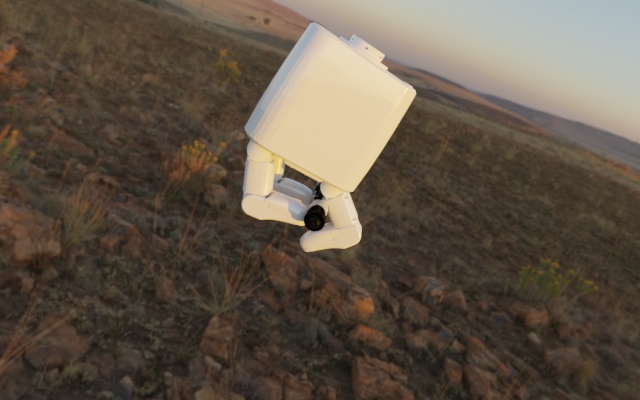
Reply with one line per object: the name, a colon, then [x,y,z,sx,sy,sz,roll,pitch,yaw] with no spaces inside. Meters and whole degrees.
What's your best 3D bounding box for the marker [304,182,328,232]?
marker: [0.000,0.002,0.456,0.020,0.020,0.121,0,17,6]
